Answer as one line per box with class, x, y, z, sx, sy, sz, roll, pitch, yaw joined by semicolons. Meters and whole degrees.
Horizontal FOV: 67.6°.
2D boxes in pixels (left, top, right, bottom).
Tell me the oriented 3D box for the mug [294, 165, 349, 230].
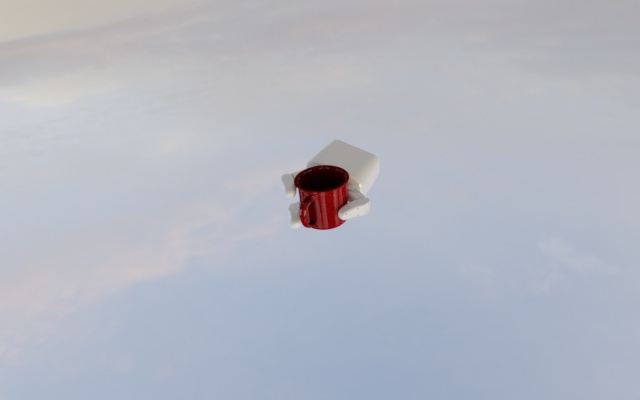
mug;0.000;0.004;0.806;0.093;0.081;0.117;11;36;25
